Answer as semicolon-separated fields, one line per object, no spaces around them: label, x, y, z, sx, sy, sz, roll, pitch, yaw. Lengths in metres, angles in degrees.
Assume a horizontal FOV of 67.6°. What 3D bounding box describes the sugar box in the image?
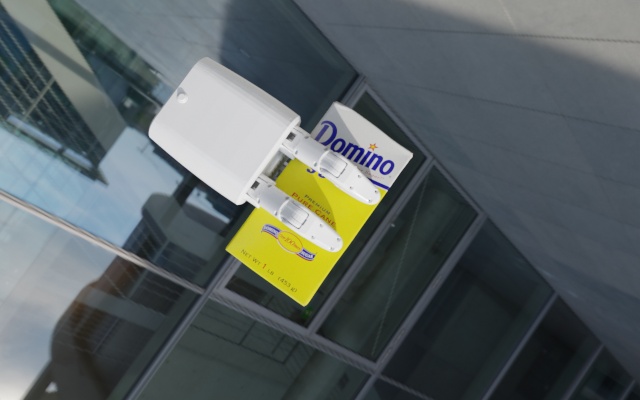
sugar box;0.000;0.001;0.458;0.093;0.176;0.048;35;-3;1
